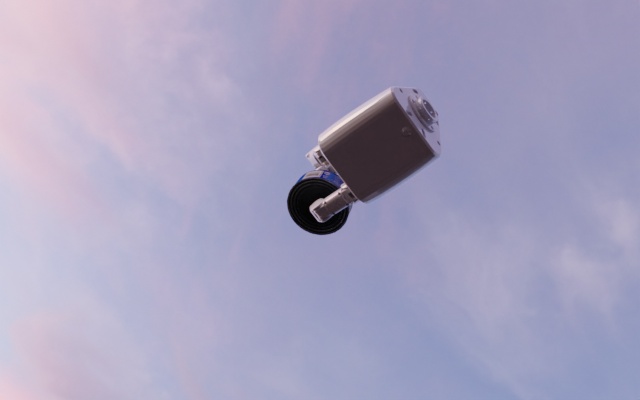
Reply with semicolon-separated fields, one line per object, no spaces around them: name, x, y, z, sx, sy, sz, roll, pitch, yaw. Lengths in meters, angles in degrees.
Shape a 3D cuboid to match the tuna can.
tuna can;0.000;0.002;0.649;0.086;0.086;0.033;0;26;17
